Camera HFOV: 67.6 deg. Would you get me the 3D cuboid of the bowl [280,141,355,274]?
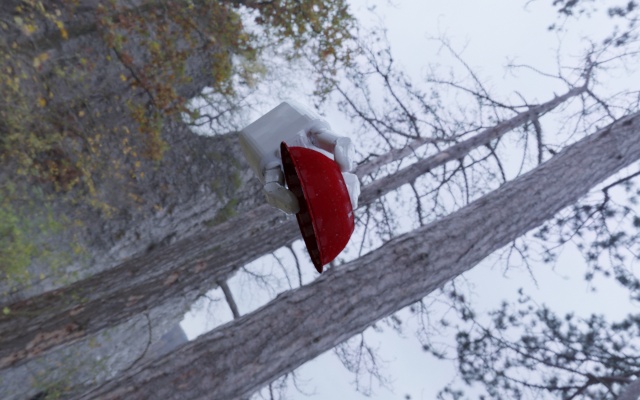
[{"bbox_3d":[0.001,0.003,0.567,0.055,0.162,0.162,-16,2,-8],"label":"bowl"}]
